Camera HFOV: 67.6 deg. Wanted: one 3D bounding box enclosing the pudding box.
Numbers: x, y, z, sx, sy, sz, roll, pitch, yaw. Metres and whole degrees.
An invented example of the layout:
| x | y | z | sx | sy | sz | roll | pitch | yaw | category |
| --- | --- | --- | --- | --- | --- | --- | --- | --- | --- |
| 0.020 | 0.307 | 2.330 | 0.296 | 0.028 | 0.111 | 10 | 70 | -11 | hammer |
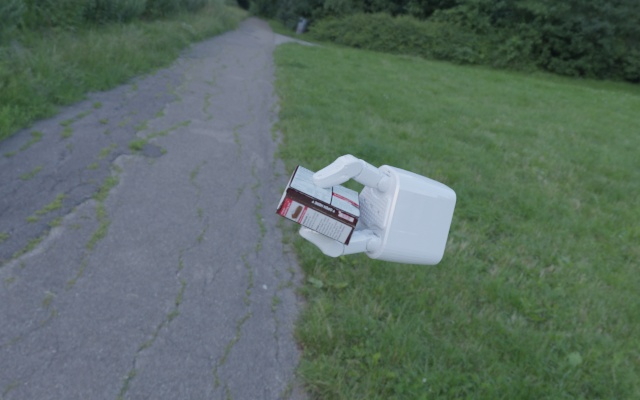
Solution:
| x | y | z | sx | sy | sz | roll | pitch | yaw | category |
| --- | --- | --- | --- | --- | --- | --- | --- | --- | --- |
| 0.000 | 0.002 | 0.570 | 0.090 | 0.039 | 0.113 | 24 | 15 | -4 | pudding box |
